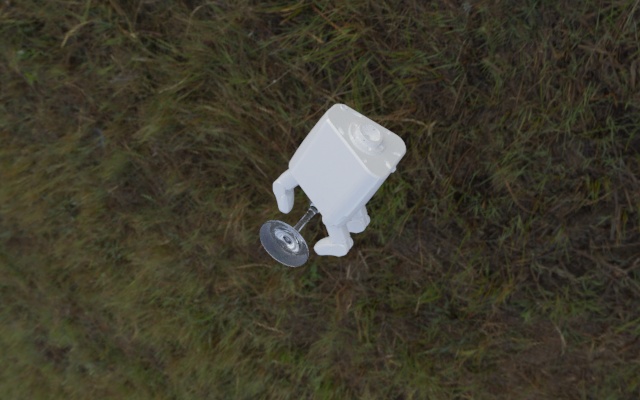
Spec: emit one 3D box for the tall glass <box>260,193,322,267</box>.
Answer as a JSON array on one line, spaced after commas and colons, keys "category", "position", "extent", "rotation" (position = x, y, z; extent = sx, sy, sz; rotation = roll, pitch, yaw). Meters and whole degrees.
[{"category": "tall glass", "position": [0.000, 0.003, 0.684], "extent": [0.079, 0.079, 0.201], "rotation": [0, 33, 35]}]
